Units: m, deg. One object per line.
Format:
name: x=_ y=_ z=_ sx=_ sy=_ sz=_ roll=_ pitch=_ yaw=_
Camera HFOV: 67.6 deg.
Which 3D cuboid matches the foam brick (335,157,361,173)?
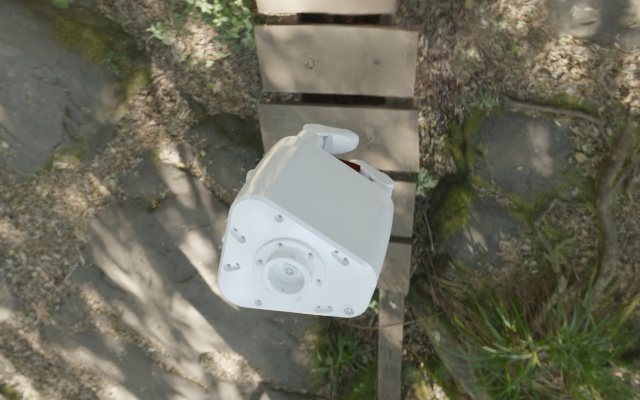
foam brick: x=0.000 y=0.002 z=0.448 sx=0.053 sy=0.078 sz=0.051 roll=18 pitch=29 yaw=3
